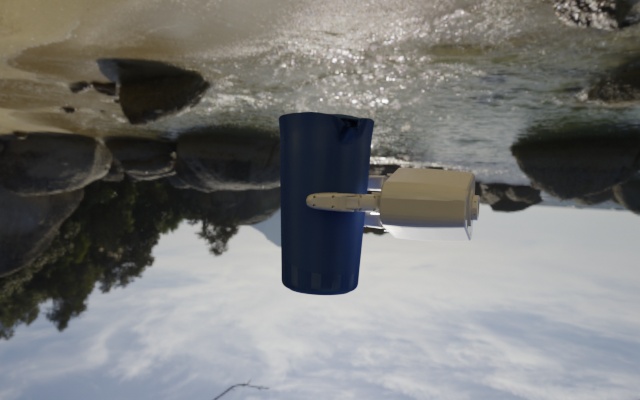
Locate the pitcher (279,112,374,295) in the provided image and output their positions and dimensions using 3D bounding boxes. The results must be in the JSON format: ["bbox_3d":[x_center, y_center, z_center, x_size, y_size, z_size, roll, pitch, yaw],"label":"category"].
[{"bbox_3d":[0.000,0.002,0.676,0.145,0.243,0.149,3,1,20],"label":"pitcher"}]
